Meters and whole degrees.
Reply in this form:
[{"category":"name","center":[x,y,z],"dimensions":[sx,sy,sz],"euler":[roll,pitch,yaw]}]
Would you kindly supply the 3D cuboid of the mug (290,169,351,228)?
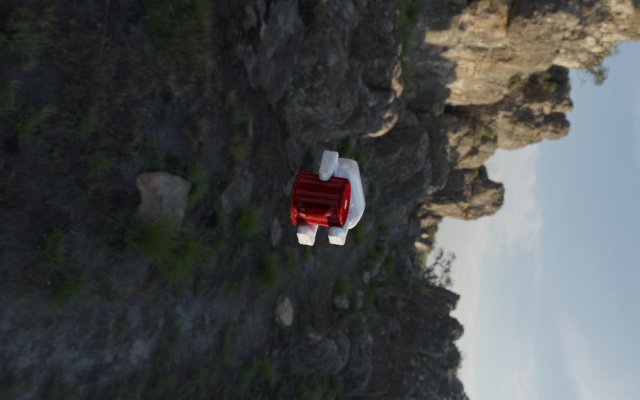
[{"category":"mug","center":[0.000,0.003,0.765],"dimensions":[0.081,0.093,0.117],"euler":[8,16,12]}]
